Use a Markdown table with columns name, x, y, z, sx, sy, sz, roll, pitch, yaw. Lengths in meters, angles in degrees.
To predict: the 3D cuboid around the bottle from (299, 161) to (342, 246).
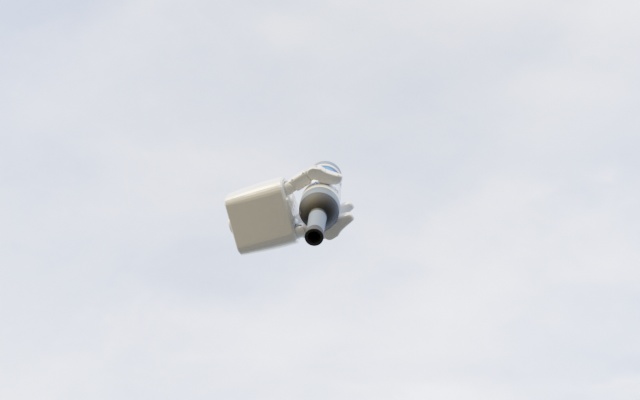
| name | x | y | z | sx | sy | sz | roll | pitch | yaw |
| --- | --- | --- | --- | --- | --- | --- | --- | --- | --- |
| bottle | 0.000 | 0.003 | 0.806 | 0.069 | 0.069 | 0.295 | 0 | 20 | 4 |
